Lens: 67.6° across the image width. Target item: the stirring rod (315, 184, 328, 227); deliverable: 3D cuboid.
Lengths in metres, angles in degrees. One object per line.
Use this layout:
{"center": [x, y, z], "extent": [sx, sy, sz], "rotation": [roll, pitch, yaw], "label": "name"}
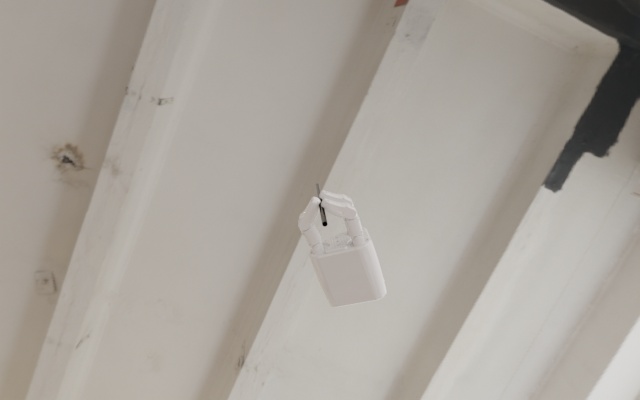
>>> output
{"center": [0.000, 0.003, 0.818], "extent": [0.011, 0.011, 0.239], "rotation": [0, 15, -3], "label": "stirring rod"}
